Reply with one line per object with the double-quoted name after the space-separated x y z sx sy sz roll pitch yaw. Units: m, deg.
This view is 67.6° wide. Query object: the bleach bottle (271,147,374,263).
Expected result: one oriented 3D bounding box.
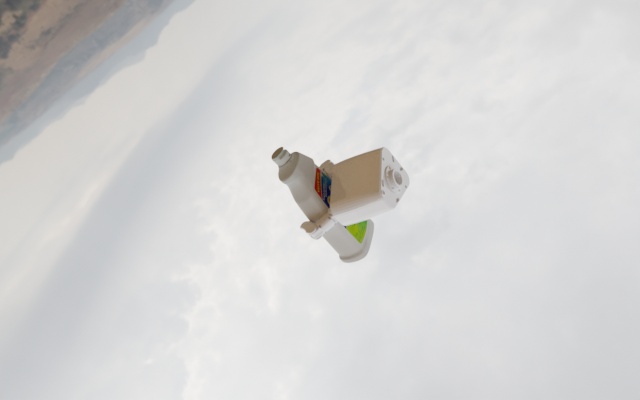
0.000 0.003 0.877 0.068 0.102 0.251 -20 -53 38 "bleach bottle"
